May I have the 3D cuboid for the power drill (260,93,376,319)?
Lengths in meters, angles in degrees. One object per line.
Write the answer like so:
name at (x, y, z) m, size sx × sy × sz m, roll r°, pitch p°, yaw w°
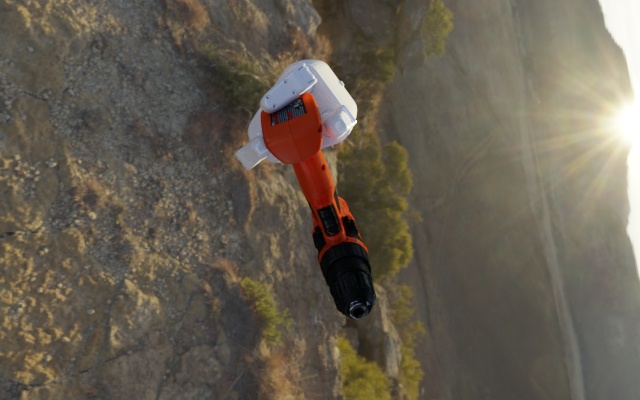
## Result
power drill at (0.000, 0.001, 0.475) m, size 0.057 × 0.188 × 0.184 m, roll -20°, pitch 31°, yaw 1°
